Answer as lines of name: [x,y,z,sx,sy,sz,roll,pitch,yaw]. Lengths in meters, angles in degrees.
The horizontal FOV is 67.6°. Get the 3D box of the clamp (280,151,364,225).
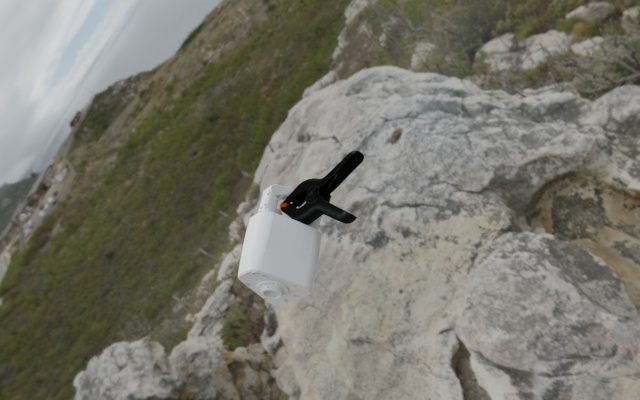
clamp: [0.000,0.002,0.747,0.039,0.120,0.171,34,-45,-29]
